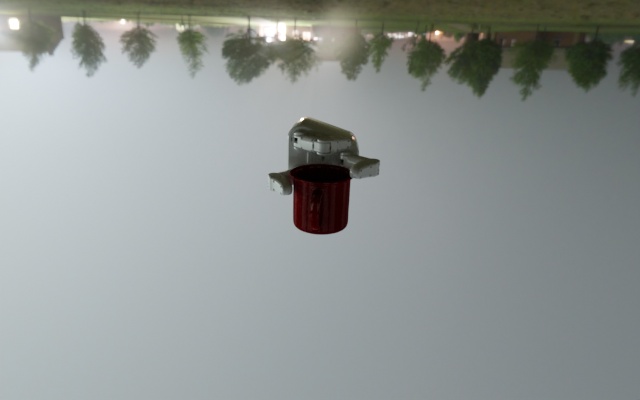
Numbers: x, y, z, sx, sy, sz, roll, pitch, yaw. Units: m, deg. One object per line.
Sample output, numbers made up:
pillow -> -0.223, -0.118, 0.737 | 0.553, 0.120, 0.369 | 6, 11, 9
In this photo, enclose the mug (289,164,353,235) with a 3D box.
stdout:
mug -> 0.000, 0.003, 0.682 | 0.093, 0.081, 0.117 | 3, 20, 4
